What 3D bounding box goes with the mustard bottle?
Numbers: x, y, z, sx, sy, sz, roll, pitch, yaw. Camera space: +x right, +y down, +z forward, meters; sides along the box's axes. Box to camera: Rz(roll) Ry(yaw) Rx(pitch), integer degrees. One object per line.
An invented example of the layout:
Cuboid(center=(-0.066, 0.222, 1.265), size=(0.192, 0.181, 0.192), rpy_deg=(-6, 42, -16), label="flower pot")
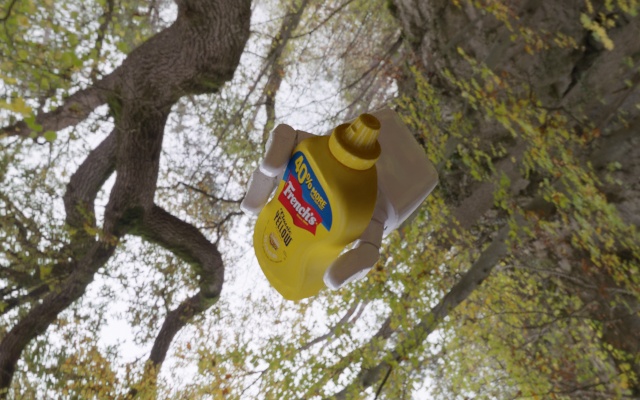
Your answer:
Cuboid(center=(0.000, 0.002, 0.417), size=(0.058, 0.096, 0.192), rpy_deg=(-4, -37, -34), label="mustard bottle")
